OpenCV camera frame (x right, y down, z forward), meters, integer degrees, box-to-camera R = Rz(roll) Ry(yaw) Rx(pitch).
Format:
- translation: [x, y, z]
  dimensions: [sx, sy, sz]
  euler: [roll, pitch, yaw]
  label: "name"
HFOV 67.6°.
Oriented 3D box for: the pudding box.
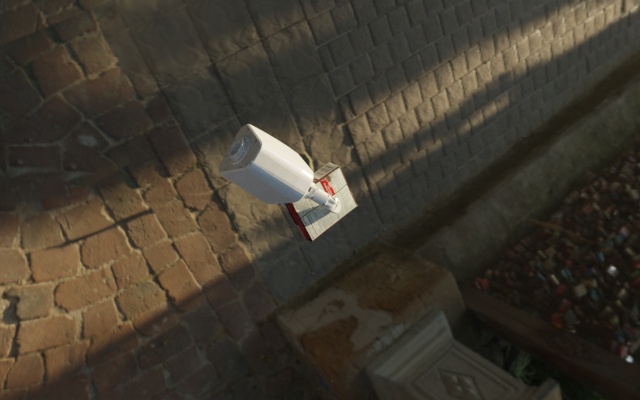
- translation: [0.000, 0.003, 0.826]
  dimensions: [0.113, 0.090, 0.039]
  euler: [-36, 29, -19]
  label: "pudding box"
